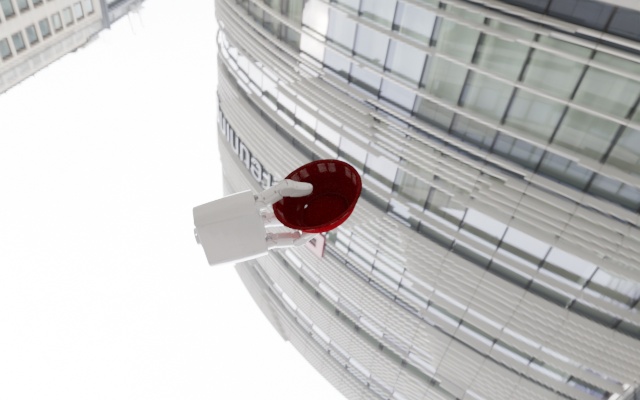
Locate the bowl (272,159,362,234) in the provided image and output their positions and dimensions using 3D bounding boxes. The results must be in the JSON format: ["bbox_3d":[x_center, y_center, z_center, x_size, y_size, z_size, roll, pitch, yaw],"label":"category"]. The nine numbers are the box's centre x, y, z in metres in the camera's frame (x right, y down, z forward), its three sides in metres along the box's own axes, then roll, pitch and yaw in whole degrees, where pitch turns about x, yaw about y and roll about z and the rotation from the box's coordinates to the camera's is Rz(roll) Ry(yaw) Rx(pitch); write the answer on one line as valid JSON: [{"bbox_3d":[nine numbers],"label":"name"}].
[{"bbox_3d":[0.002,0.003,0.834,0.162,0.162,0.055,0,-40,24],"label":"bowl"}]
